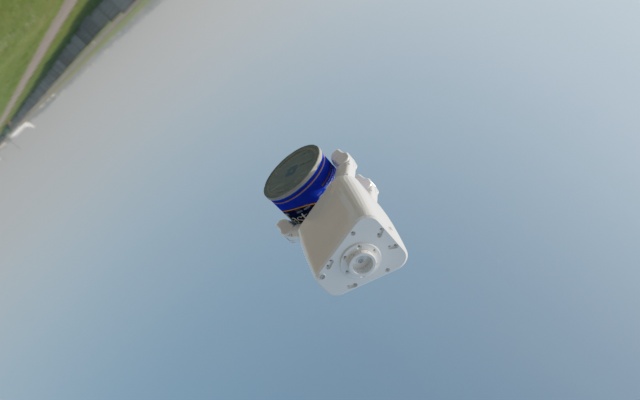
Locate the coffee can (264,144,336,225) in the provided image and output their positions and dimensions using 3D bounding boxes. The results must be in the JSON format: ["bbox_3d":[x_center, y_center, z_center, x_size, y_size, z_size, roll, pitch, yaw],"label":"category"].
[{"bbox_3d":[0.000,0.002,0.706,0.103,0.102,0.140,0,-40,52],"label":"coffee can"}]
